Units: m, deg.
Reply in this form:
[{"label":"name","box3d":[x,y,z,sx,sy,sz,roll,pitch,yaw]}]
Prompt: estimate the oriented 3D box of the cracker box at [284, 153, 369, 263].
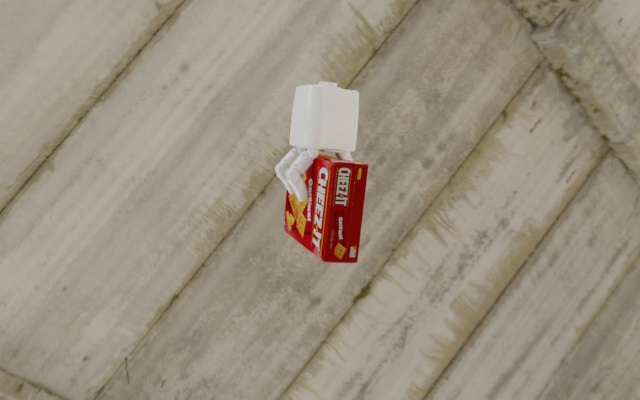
[{"label":"cracker box","box3d":[0.000,0.003,0.851,0.072,0.164,0.213,2,9,-22]}]
